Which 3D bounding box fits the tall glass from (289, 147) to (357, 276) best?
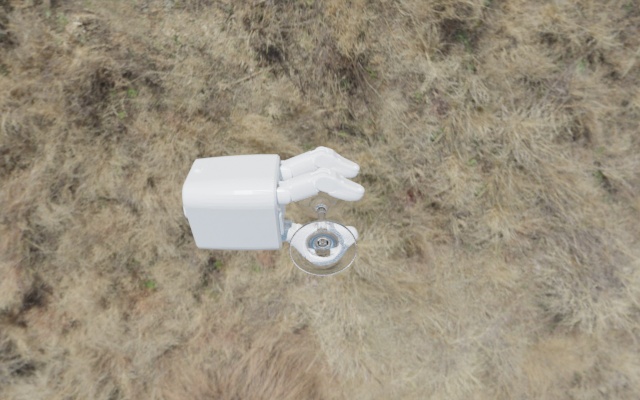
[{"bbox_3d":[0.000,0.002,0.601,0.079,0.079,0.201,0,31,-1],"label":"tall glass"}]
